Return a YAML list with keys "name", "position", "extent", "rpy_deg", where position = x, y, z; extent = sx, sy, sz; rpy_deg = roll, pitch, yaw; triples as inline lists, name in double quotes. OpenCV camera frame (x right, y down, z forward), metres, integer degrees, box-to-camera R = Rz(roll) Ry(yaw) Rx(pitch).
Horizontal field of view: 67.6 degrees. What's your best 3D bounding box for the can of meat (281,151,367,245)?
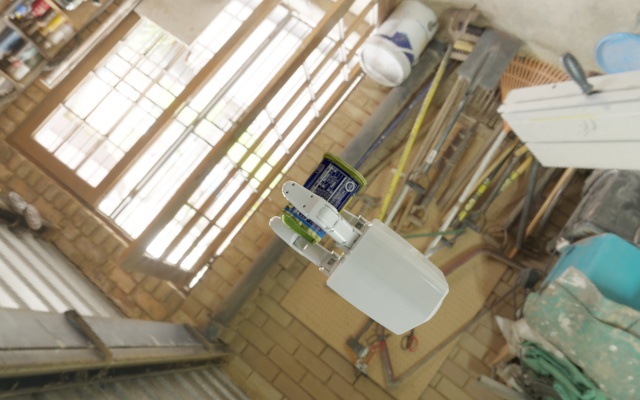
- name: "can of meat"
  position: [0.000, 0.002, 0.543]
  extent: [0.057, 0.084, 0.102]
  rpy_deg: [37, -9, 2]
